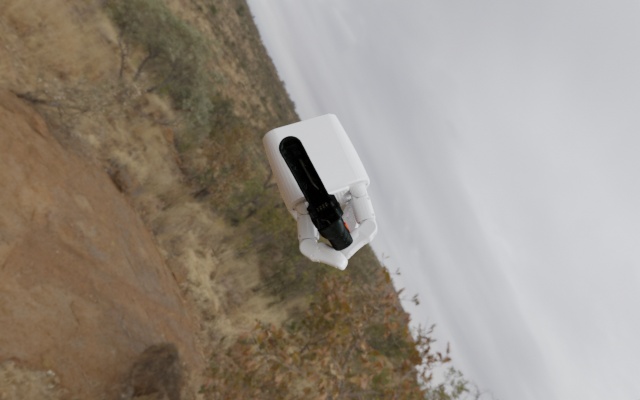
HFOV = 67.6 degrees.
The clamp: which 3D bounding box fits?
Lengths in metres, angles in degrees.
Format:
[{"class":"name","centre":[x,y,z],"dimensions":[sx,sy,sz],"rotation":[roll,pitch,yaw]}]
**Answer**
[{"class":"clamp","centre":[0.001,0.002,0.531],"dimensions":[0.039,0.120,0.171],"rotation":[-21,-17,1]}]
